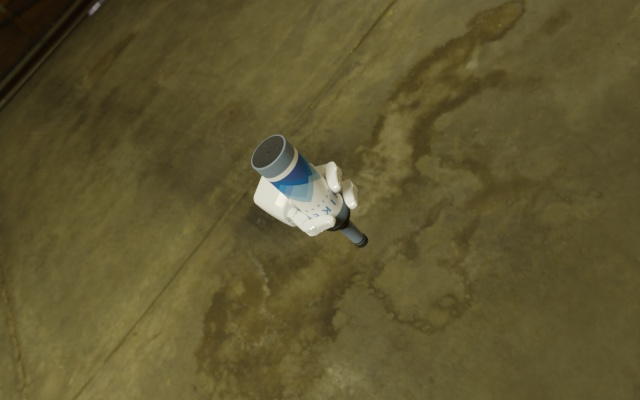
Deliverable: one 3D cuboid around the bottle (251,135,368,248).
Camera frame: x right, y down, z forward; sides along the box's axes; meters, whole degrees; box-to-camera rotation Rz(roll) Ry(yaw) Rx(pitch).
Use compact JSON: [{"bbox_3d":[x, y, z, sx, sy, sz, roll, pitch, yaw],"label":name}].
[{"bbox_3d":[0.000,0.003,0.826,0.069,0.069,0.296,0,-32,40],"label":"bottle"}]
